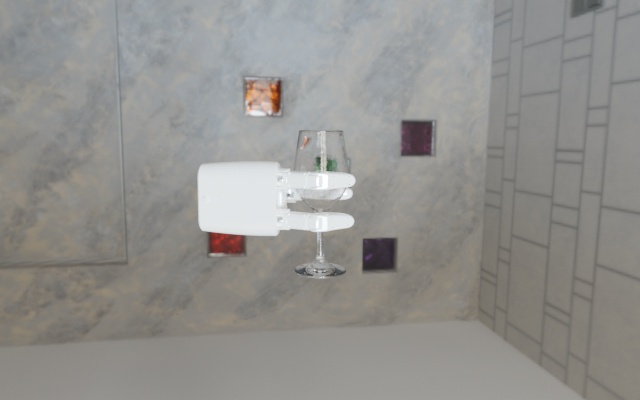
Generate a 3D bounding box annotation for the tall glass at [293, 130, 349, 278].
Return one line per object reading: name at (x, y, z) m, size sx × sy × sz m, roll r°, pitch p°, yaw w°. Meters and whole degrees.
tall glass at (0.000, 0.003, 0.672) m, size 0.079 × 0.201 × 0.079 m, roll 1°, pitch 8°, yaw 0°
